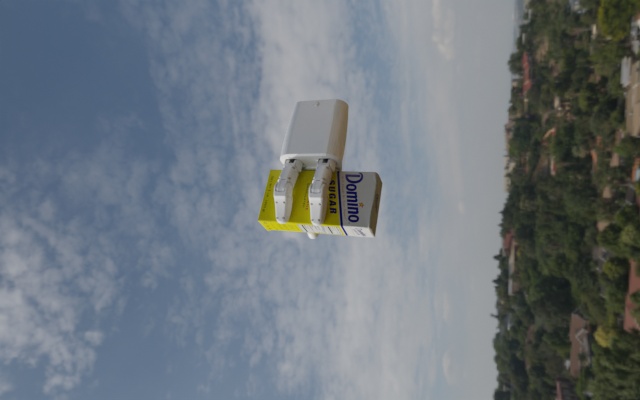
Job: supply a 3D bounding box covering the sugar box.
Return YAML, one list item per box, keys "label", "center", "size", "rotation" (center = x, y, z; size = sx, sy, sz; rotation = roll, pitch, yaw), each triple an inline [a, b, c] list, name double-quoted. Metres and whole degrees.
- label: "sugar box"
  center: [0.000, 0.002, 0.726]
  size: [0.176, 0.093, 0.048]
  rotation: [1, -25, 21]
